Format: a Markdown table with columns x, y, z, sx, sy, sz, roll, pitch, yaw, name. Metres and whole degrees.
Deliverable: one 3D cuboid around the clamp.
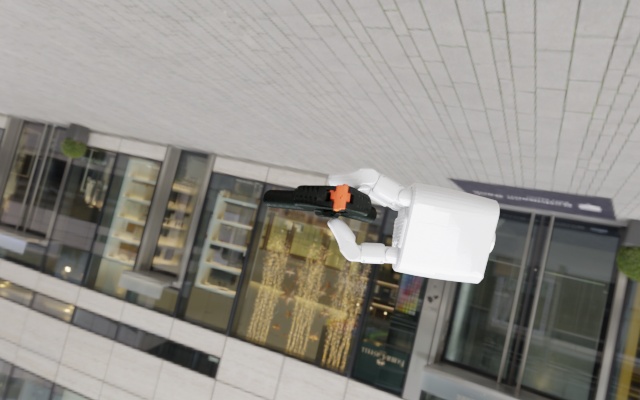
| x | y | z | sx | sy | sz | roll | pitch | yaw | name |
| --- | --- | --- | --- | --- | --- | --- | --- | --- | --- |
| 0.000 | 0.003 | 0.603 | 0.164 | 0.036 | 0.210 | 8 | -5 | 1 | clamp |
